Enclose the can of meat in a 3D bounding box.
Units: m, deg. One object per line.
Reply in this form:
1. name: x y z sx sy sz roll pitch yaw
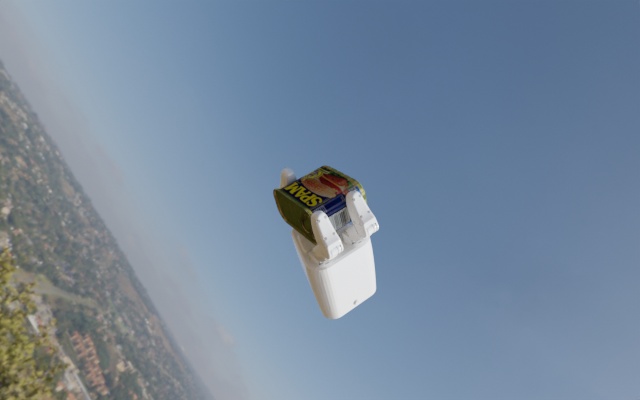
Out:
1. can of meat: 0.000 0.002 0.633 0.084 0.057 0.102 -30 36 -22
